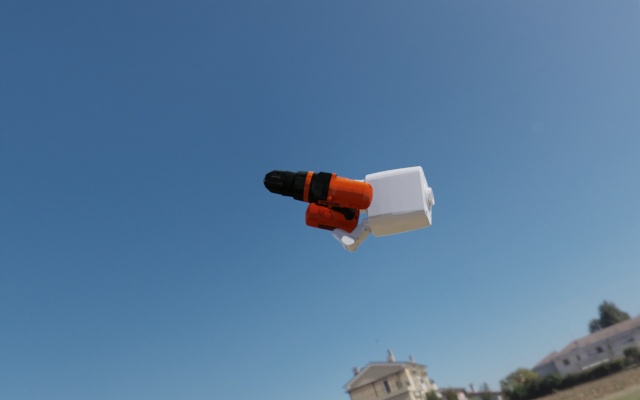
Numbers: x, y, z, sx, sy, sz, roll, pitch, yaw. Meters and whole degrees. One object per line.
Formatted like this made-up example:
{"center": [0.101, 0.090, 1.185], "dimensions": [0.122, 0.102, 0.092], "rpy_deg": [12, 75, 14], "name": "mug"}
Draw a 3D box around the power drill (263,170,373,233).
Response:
{"center": [0.000, 0.003, 0.858], "dimensions": [0.184, 0.057, 0.188], "rpy_deg": [11, -16, 8], "name": "power drill"}
